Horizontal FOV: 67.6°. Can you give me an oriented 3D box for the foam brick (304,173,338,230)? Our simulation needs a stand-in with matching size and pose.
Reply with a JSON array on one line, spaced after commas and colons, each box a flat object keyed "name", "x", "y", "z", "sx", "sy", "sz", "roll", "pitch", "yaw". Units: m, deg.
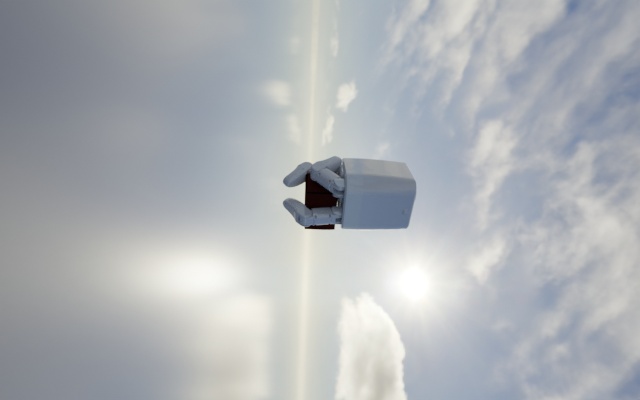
[{"name": "foam brick", "x": 0.000, "y": 0.003, "z": 0.765, "sx": 0.051, "sy": 0.078, "sz": 0.053, "roll": 2, "pitch": 40, "yaw": -3}]
